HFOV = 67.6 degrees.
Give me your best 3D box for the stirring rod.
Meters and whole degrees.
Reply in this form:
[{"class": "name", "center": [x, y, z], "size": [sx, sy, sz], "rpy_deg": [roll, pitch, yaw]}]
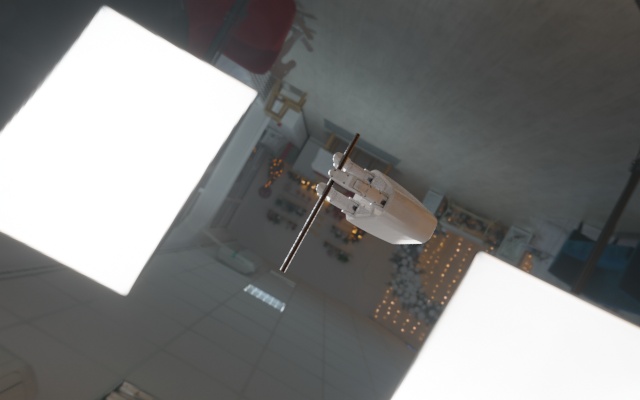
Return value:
[{"class": "stirring rod", "center": [0.000, 0.002, 0.732], "size": [0.011, 0.239, 0.011], "rpy_deg": [29, -3, 1]}]
